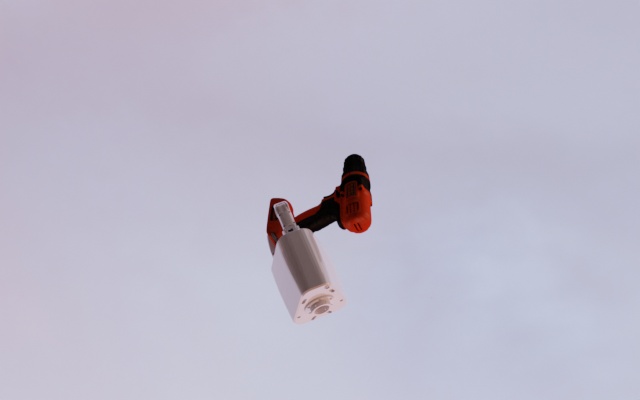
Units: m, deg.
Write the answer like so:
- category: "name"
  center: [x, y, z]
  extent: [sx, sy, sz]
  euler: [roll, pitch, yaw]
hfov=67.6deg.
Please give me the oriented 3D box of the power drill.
- category: "power drill"
  center: [0.000, 0.003, 0.838]
  extent: [0.188, 0.057, 0.184]
  euler: [-21, 36, 19]
